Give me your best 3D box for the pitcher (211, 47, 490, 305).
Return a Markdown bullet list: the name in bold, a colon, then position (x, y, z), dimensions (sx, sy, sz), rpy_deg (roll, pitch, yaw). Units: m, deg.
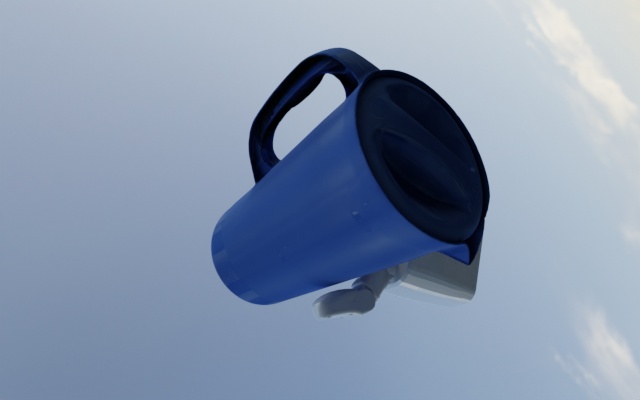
- **pitcher**: position (0.000, 0.001, 0.406), dimensions (0.145, 0.149, 0.243), rpy_deg (19, -34, -33)
